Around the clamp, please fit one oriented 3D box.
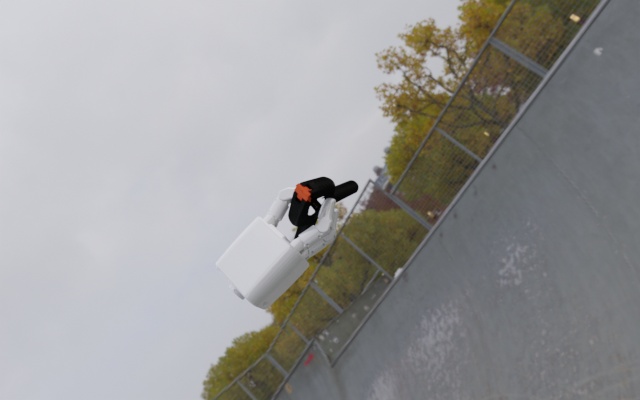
[{"bbox_3d":[-0.001,0.002,0.797,0.036,0.164,0.210,41,-9,17],"label":"clamp"}]
